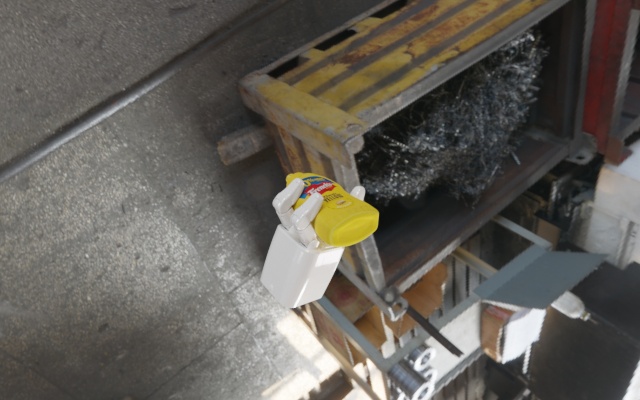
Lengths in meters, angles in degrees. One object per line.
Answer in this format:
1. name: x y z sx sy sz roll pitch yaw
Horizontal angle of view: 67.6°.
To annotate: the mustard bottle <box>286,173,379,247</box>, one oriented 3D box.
1. mustard bottle: 0.000 0.002 0.776 0.096 0.058 0.191 -19 36 -29
